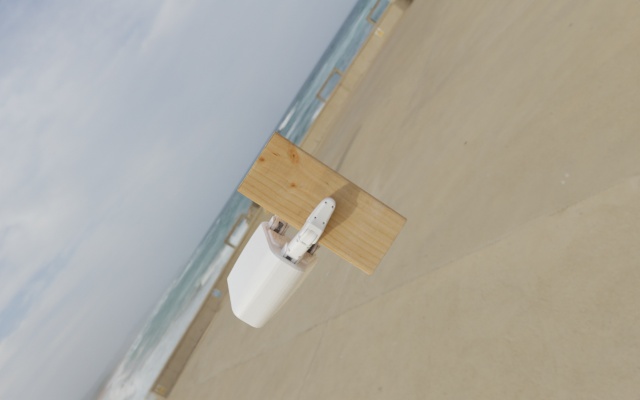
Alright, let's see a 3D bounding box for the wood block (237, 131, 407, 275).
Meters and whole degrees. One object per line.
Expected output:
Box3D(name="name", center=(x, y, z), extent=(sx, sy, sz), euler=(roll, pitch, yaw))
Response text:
Box3D(name="wood block", center=(0.000, 0.002, 0.649), extent=(0.206, 0.090, 0.091), euler=(33, 1, -9))
